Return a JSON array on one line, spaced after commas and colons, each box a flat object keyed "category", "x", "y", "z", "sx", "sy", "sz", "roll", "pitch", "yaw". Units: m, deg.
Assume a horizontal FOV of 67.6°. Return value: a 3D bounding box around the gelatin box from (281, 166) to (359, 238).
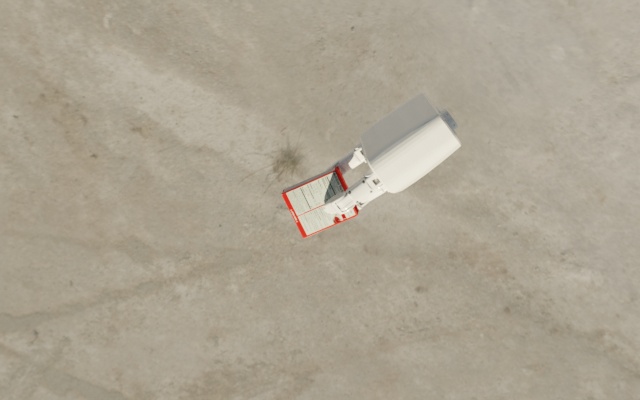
[{"category": "gelatin box", "x": 0.000, "y": 0.002, "z": 0.675, "sx": 0.089, "sy": 0.073, "sz": 0.030, "roll": -24, "pitch": 13, "yaw": 10}]
